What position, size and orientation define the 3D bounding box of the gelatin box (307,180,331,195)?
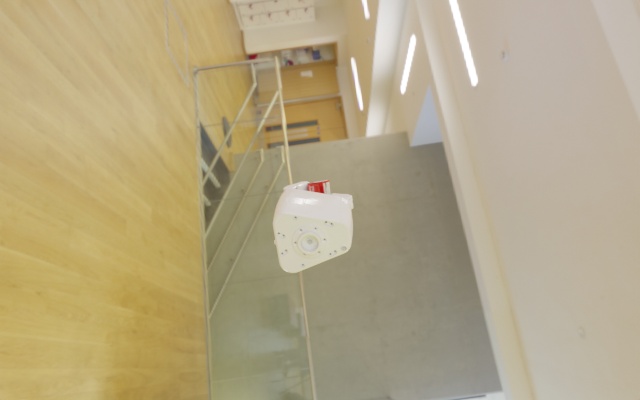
[{"bbox_3d":[0.001,0.003,0.839,0.030,0.073,0.089,-6,4,9],"label":"gelatin box"}]
